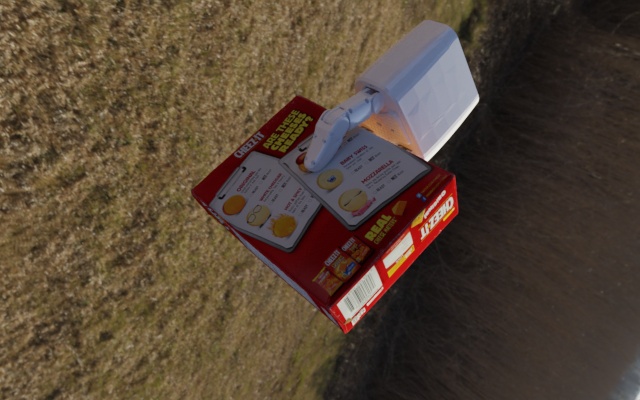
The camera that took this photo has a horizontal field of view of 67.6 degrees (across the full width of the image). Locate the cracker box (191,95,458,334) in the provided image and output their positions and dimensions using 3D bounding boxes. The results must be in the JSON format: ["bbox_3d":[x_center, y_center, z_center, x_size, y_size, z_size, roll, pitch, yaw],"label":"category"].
[{"bbox_3d":[0.000,0.002,0.478,0.213,0.164,0.072,34,-19,36],"label":"cracker box"}]
